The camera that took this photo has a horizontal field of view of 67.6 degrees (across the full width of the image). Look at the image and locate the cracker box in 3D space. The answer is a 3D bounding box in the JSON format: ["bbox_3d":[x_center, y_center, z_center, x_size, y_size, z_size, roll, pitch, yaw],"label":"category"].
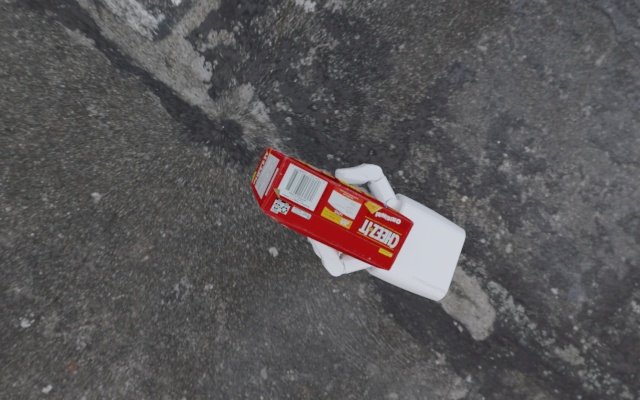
[{"bbox_3d":[0.000,0.002,0.609,0.164,0.072,0.213,26,3,-14],"label":"cracker box"}]
